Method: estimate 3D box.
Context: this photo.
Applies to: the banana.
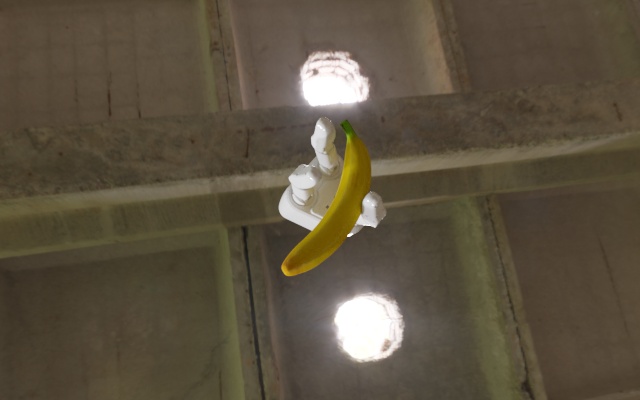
[{"bbox_3d":[0.018,0.006,0.574,0.069,0.197,0.037,24,-12,-14],"label":"banana"}]
